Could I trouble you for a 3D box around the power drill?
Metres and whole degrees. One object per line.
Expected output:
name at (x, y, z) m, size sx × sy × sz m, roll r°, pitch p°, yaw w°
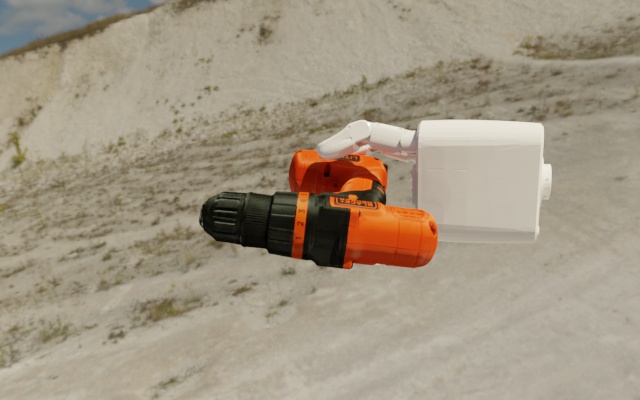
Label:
power drill at (0.000, 0.001, 0.438) m, size 0.184 × 0.057 × 0.187 m, roll 8°, pitch 19°, yaw -1°
